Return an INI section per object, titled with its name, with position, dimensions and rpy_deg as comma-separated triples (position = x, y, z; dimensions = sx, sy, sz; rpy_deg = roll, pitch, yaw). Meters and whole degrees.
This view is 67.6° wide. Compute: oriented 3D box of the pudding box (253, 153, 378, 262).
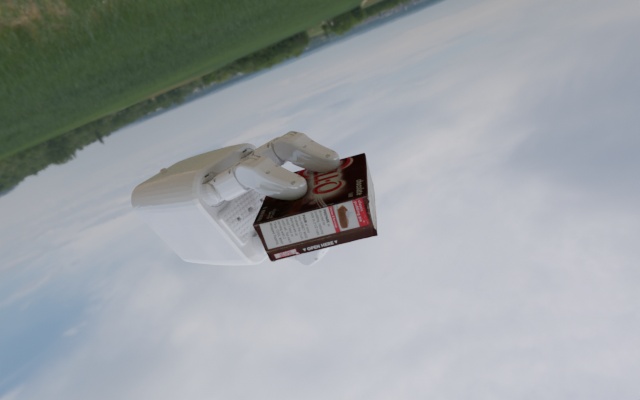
[pudding box]
position = 0.000, 0.001, 0.402
dimensions = 0.090, 0.039, 0.113
rpy_deg = -16, 22, 10
